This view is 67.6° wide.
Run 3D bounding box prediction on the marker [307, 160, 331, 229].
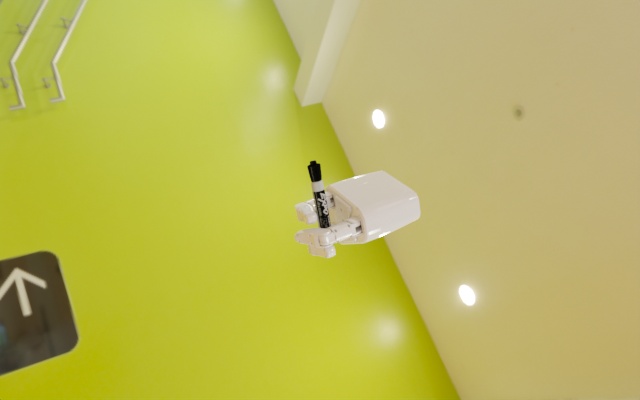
[{"bbox_3d":[0.000,0.002,0.676,0.020,0.121,0.020,-10,18,3],"label":"marker"}]
